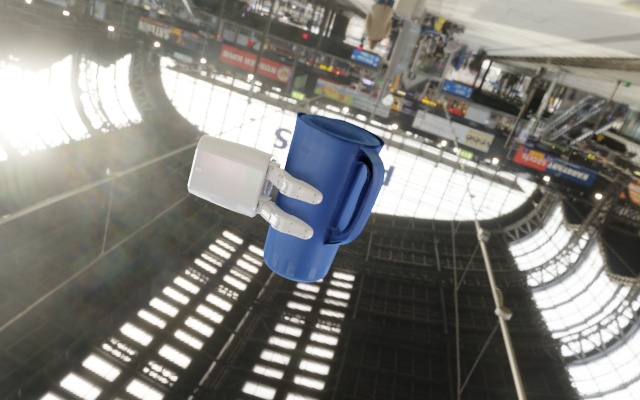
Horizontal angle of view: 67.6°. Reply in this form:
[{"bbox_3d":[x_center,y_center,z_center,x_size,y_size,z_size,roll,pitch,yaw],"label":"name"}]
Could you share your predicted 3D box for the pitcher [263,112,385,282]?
[{"bbox_3d":[0.000,0.002,0.714,0.145,0.243,0.149,19,20,2],"label":"pitcher"}]
